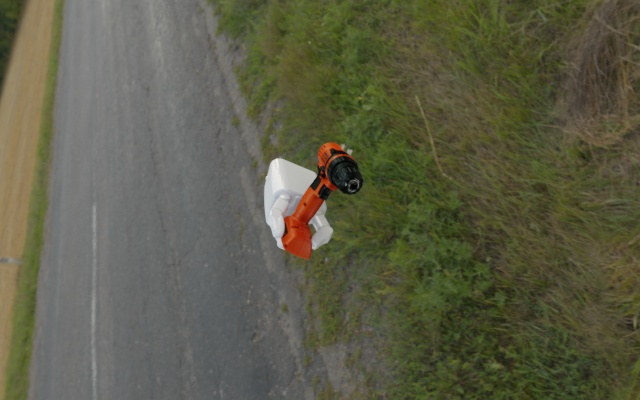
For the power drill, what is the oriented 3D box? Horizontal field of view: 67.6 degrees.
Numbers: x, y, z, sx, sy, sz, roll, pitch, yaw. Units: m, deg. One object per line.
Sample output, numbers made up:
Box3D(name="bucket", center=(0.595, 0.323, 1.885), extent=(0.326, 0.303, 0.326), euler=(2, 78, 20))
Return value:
Box3D(name="power drill", center=(0.000, 0.003, 0.806), extent=(0.057, 0.188, 0.184), euler=(27, 14, -18))
